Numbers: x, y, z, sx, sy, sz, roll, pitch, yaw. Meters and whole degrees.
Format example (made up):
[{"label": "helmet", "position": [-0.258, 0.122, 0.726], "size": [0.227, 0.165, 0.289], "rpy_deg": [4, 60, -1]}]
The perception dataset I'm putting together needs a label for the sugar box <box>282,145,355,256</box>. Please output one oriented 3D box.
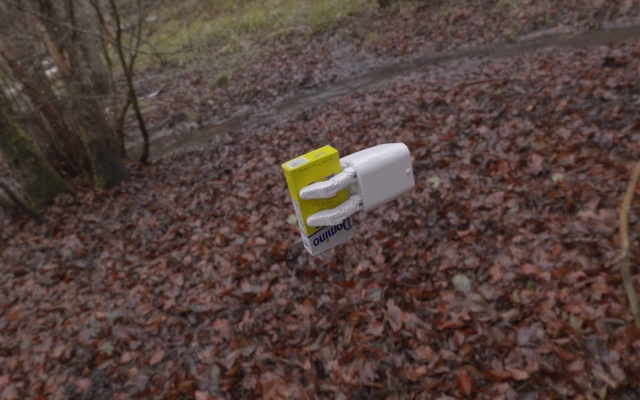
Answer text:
[{"label": "sugar box", "position": [0.000, 0.003, 0.837], "size": [0.093, 0.176, 0.048], "rpy_deg": [-24, 28, -16]}]
